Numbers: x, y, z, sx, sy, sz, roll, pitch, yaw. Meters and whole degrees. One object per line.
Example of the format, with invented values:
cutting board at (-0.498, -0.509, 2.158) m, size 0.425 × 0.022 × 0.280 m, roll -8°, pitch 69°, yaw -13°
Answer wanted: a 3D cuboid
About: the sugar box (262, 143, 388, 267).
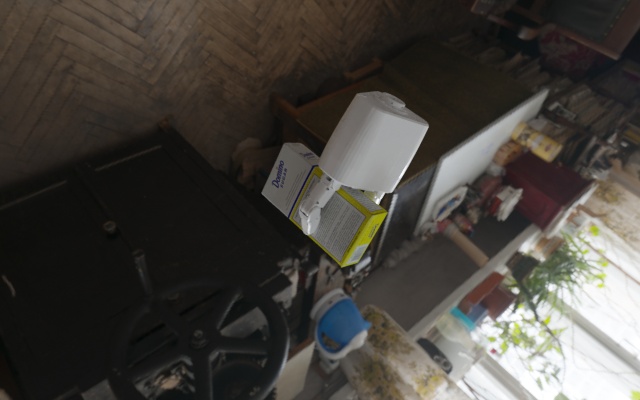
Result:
sugar box at (0.001, 0.002, 0.674) m, size 0.176 × 0.093 × 0.048 m, roll 43°, pitch 29°, yaw 28°
